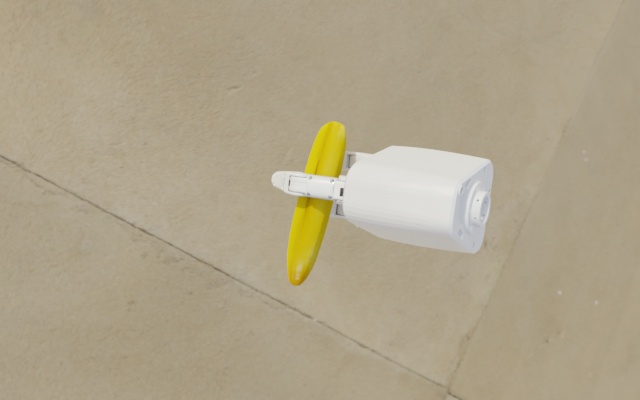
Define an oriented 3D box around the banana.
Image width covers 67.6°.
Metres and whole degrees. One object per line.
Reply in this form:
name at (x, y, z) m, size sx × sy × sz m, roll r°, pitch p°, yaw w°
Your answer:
banana at (-0.001, -0.007, 0.513) m, size 0.037 × 0.197 × 0.070 m, roll 13°, pitch -15°, yaw 10°
